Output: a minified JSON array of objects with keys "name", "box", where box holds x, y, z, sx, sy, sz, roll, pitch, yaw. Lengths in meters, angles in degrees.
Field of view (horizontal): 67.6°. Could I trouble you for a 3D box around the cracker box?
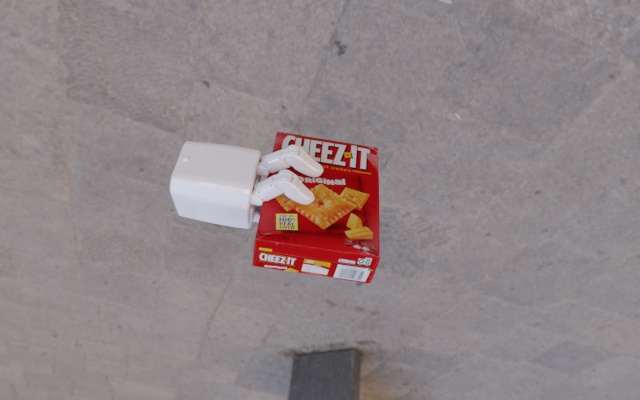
[{"name":"cracker box","box":[0.000,0.002,0.687,0.164,0.213,0.072,9,-42,-4]}]
